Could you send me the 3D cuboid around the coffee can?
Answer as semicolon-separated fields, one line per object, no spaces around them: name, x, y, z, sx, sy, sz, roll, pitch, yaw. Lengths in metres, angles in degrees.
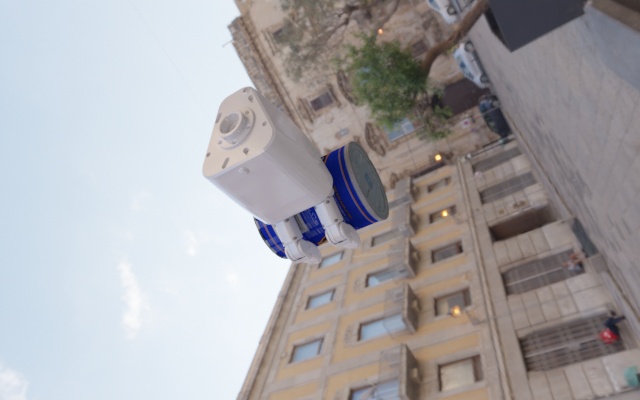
coffee can;0.000;0.002;0.597;0.140;0.103;0.103;-24;-9;21
